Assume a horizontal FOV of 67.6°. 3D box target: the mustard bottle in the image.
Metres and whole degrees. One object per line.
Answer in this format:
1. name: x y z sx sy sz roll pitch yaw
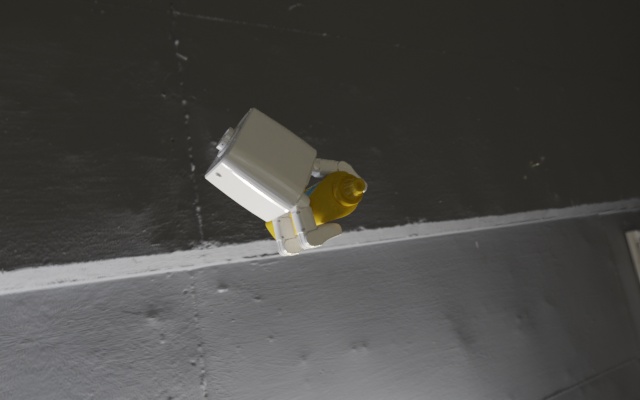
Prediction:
1. mustard bottle: 0.000 0.002 0.667 0.096 0.058 0.192 -37 6 -33
